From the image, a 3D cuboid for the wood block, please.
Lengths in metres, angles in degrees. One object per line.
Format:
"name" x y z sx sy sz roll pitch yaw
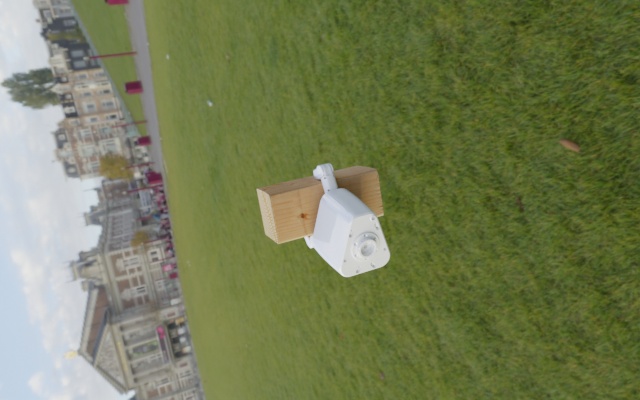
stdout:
"wood block" 0.000 0.003 0.875 0.206 0.091 0.090 -14 13 -19
